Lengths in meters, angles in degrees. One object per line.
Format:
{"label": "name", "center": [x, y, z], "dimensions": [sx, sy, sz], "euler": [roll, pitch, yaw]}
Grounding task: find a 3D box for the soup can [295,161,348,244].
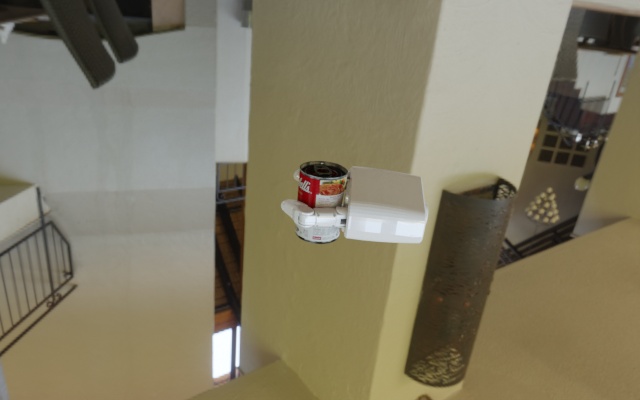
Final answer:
{"label": "soup can", "center": [0.000, 0.002, 0.684], "dimensions": [0.068, 0.102, 0.068], "euler": [5, 24, -2]}
